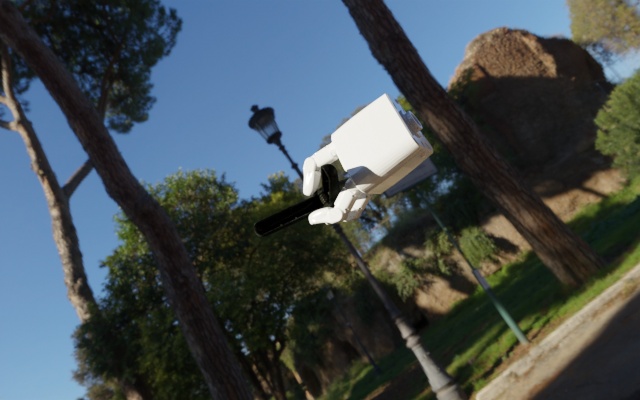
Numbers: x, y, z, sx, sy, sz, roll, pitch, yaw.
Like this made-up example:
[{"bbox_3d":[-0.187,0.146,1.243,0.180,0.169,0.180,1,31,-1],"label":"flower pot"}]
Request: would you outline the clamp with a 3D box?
[{"bbox_3d":[0.000,0.002,0.753,0.164,0.036,0.210,-36,-16,23],"label":"clamp"}]
